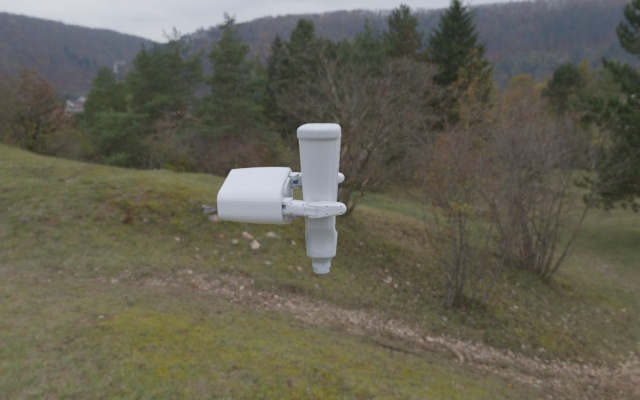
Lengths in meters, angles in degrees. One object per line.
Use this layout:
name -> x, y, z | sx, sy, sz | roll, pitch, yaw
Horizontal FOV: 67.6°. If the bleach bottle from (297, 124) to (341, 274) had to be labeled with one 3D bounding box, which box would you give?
bleach bottle -> 0.000, 0.003, 0.790 | 0.068, 0.251, 0.102 | 1, 14, 5
